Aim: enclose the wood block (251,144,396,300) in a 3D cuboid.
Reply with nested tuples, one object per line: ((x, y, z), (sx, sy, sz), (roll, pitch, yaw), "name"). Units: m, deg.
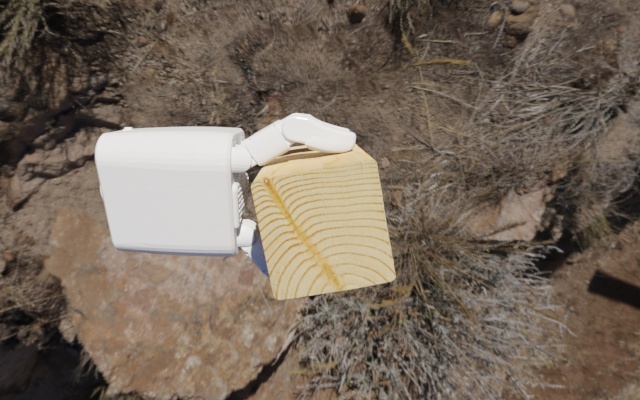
((0.000, 0.002, 0.429), (0.090, 0.091, 0.206), (-10, 12, 1), "wood block")
